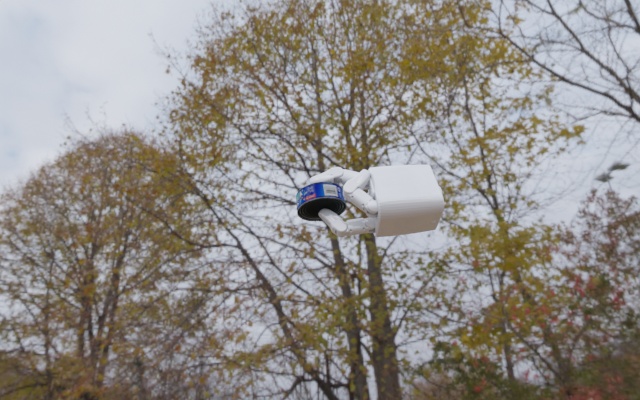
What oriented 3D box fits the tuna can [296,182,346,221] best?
[{"bbox_3d":[0.000,0.002,0.829,0.086,0.033,0.086,-7,-28,-4],"label":"tuna can"}]
